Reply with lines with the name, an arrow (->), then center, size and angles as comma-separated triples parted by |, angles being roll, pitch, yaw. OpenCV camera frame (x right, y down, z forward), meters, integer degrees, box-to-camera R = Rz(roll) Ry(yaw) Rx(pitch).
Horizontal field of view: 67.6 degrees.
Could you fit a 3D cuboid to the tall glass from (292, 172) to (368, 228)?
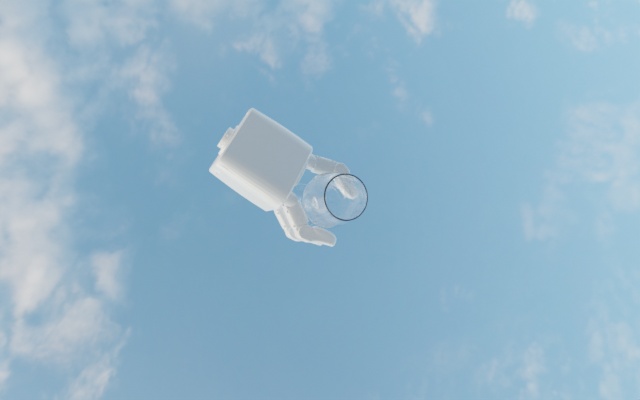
tall glass -> 0.000, 0.002, 0.705 | 0.079, 0.079, 0.201 | 0, -4, -20
